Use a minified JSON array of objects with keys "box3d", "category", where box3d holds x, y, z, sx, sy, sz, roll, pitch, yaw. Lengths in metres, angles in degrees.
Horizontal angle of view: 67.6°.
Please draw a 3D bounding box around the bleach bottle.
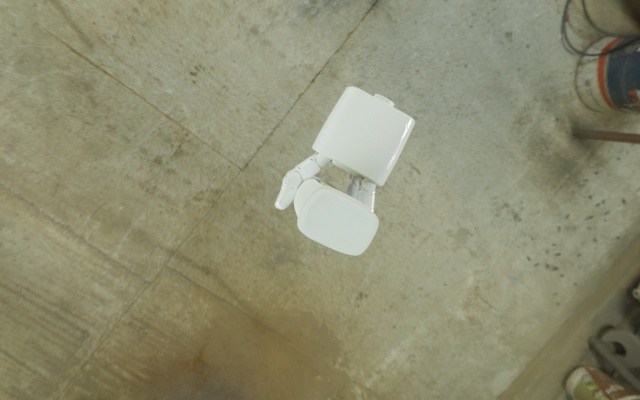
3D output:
[{"box3d":[0.000,0.002,0.697,0.102,0.068,0.250,27,5,-16],"category":"bleach bottle"}]
